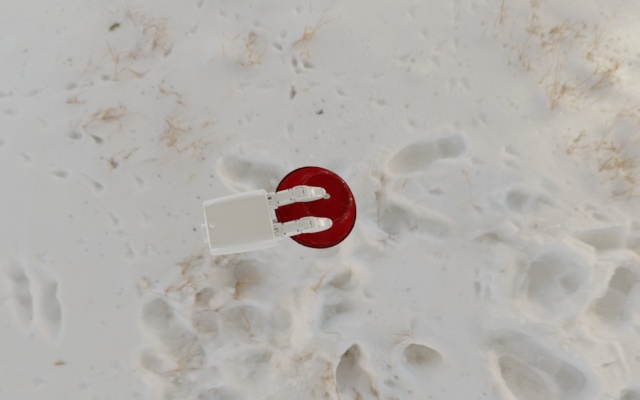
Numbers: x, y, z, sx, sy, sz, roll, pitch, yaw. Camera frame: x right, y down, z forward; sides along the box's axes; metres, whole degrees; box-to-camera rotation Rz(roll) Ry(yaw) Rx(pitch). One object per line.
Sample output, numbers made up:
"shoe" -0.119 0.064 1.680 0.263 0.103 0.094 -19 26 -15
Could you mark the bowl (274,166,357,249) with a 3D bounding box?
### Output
"bowl" 0.001 0.002 0.859 0.162 0.162 0.055 0 -19 -20
